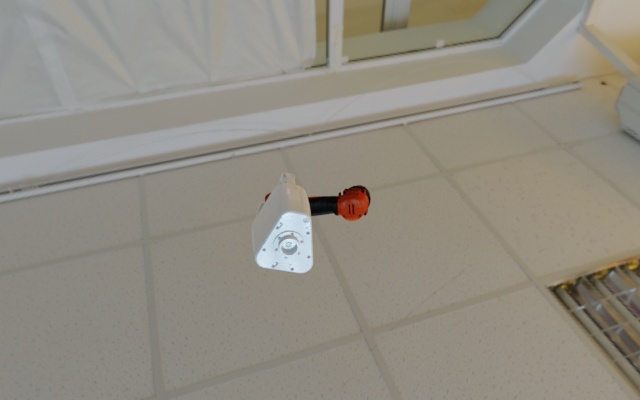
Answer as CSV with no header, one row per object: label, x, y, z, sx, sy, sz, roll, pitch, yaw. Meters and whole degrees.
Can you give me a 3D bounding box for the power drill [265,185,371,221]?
power drill,0.000,0.003,0.898,0.187,0.057,0.184,-5,7,10
